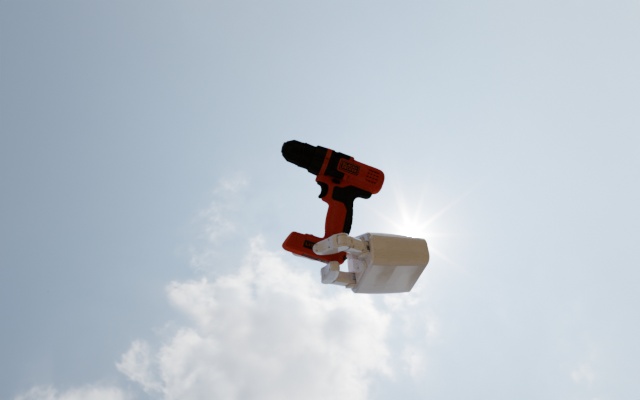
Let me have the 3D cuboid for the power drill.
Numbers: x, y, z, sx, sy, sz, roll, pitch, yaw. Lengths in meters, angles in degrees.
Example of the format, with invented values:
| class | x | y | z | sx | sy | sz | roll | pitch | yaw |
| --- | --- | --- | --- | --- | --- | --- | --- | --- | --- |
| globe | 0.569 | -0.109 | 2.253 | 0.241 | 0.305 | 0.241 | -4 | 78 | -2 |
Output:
| class | x | y | z | sx | sy | sz | roll | pitch | yaw |
| --- | --- | --- | --- | --- | --- | --- | --- | --- | --- |
| power drill | 0.000 | 0.003 | 0.797 | 0.184 | 0.187 | 0.057 | 19 | -13 | -2 |
